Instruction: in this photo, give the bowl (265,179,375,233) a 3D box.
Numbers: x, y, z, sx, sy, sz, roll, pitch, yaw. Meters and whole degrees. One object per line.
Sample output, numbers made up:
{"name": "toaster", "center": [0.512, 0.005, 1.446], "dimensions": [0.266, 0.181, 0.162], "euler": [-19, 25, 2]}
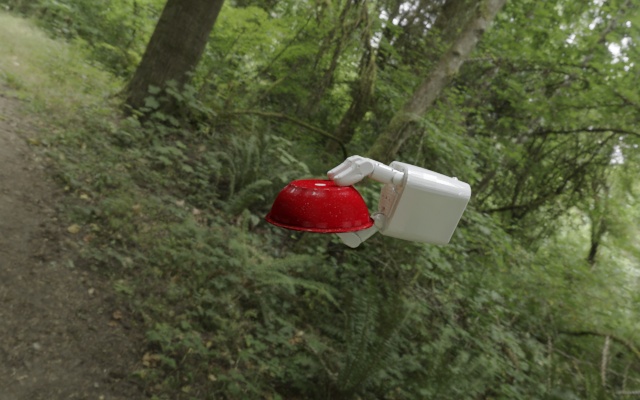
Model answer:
{"name": "bowl", "center": [-0.001, 0.002, 0.699], "dimensions": [0.162, 0.055, 0.162], "euler": [2, 11, 0]}
